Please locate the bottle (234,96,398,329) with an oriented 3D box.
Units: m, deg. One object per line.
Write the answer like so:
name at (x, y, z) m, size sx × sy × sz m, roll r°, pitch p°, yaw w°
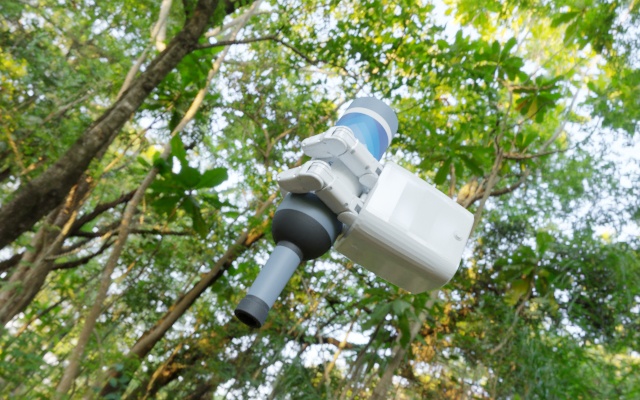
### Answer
bottle at (0.000, 0.001, 0.496) m, size 0.069 × 0.069 × 0.295 m, roll 0°, pitch 43°, yaw 36°
